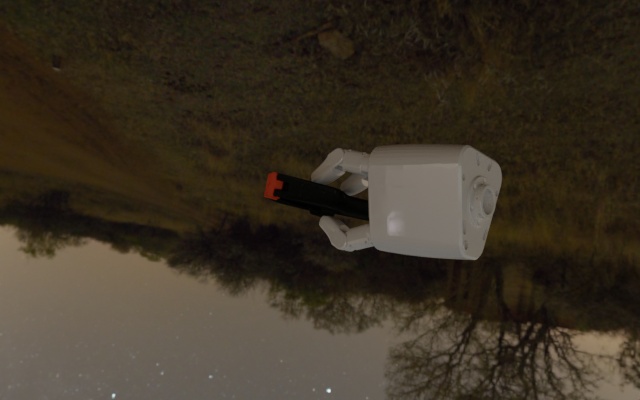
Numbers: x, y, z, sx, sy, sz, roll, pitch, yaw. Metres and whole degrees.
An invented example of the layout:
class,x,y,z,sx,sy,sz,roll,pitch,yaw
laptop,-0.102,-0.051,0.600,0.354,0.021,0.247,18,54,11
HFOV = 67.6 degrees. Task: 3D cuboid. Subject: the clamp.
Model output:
class,x,y,z,sx,sy,sz,roll,pitch,yaw
clamp,0.000,0.003,0.603,0.164,0.036,0.210,4,-9,45
